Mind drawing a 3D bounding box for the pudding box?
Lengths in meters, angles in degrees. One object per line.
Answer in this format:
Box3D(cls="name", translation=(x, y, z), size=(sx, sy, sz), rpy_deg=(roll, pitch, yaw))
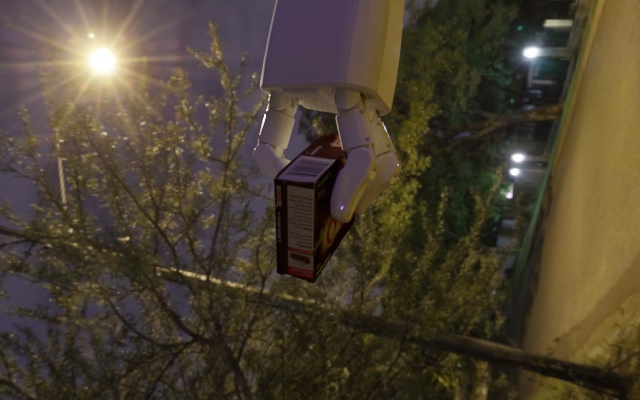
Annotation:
Box3D(cls="pudding box", translation=(0.000, 0.001, 0.410), size=(0.039, 0.090, 0.113), rpy_deg=(11, 28, 20))
